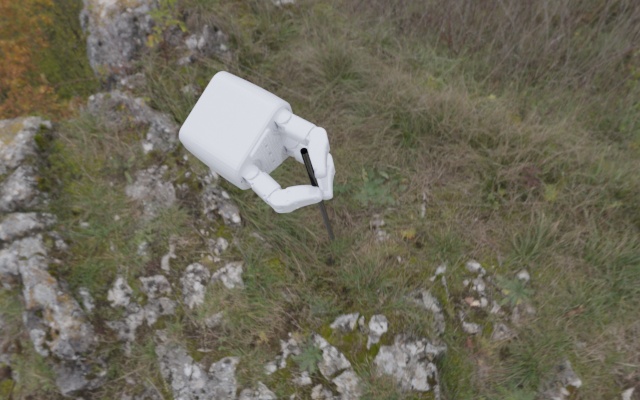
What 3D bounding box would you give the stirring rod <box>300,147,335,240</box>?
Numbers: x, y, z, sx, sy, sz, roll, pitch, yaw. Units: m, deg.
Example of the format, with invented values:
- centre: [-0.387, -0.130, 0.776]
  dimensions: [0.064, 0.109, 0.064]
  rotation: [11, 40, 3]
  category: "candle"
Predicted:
- centre: [0.000, 0.002, 0.590]
  dimensions: [0.011, 0.011, 0.240]
  rotation: [0, -26, 9]
  category: "stirring rod"
